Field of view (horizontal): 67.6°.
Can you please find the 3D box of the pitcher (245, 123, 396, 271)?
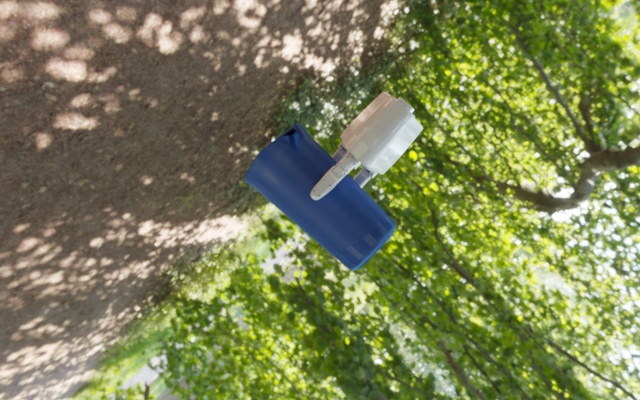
[{"bbox_3d":[0.000,0.002,0.800,0.243,0.145,0.149,44,10,5],"label":"pitcher"}]
